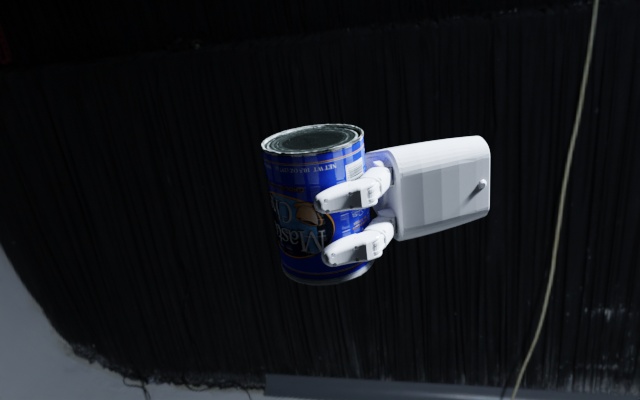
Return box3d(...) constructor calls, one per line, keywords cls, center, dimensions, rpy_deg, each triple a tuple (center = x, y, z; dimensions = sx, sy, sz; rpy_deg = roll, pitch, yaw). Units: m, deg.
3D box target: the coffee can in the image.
box3d(cls="coffee can", center=(0.000, 0.002, 0.498), dimensions=(0.103, 0.140, 0.102), rpy_deg=(-7, 22, 3))
